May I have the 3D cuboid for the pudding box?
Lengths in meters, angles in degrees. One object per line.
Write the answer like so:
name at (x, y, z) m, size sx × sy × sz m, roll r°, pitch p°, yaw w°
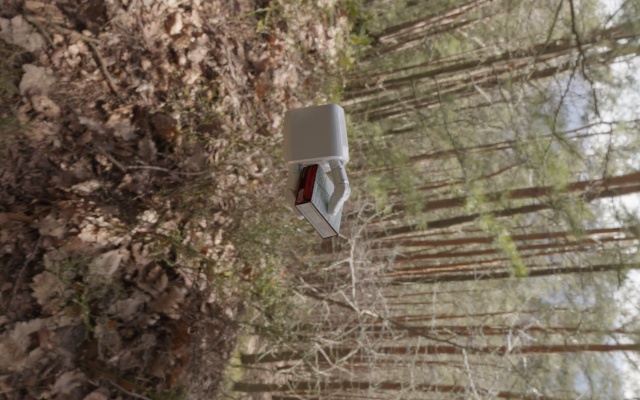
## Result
pudding box at (0.000, 0.003, 0.875) m, size 0.039 × 0.090 × 0.113 m, roll -12°, pitch -43°, yaw 29°
